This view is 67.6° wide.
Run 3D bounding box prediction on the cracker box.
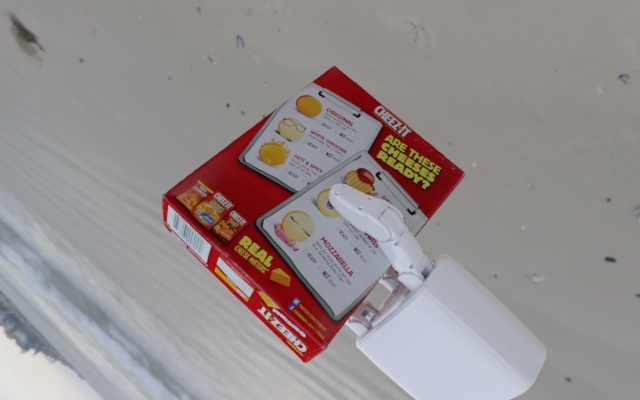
[{"bbox_3d":[0.000,0.001,0.417,0.213,0.164,0.072,-44,-8,-31],"label":"cracker box"}]
